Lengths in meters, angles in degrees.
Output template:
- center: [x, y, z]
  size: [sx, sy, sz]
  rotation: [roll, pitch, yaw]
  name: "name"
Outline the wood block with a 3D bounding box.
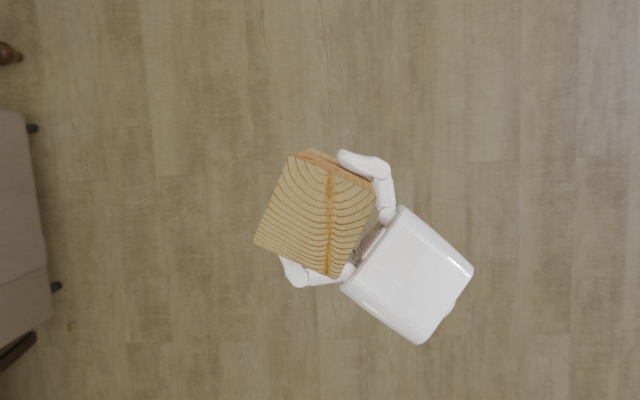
- center: [0.001, 0.002, 0.533]
  size: [0.090, 0.091, 0.206]
  rotation: [25, 9, 0]
  name: "wood block"
